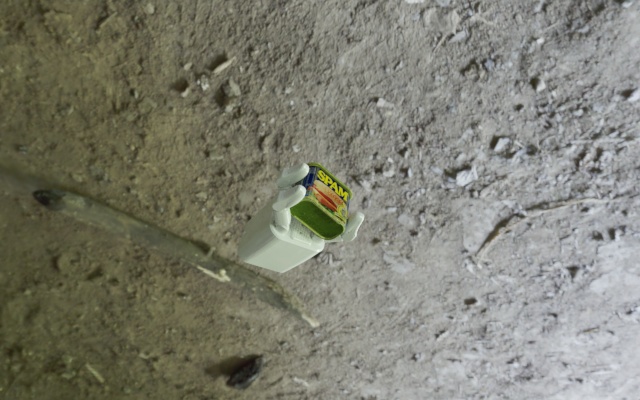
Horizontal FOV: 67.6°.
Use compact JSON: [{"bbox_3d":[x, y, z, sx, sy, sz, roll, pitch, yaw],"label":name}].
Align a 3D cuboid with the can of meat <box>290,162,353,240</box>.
[{"bbox_3d":[0.000,0.003,0.769,0.102,0.084,0.057,39,-51,-24],"label":"can of meat"}]
